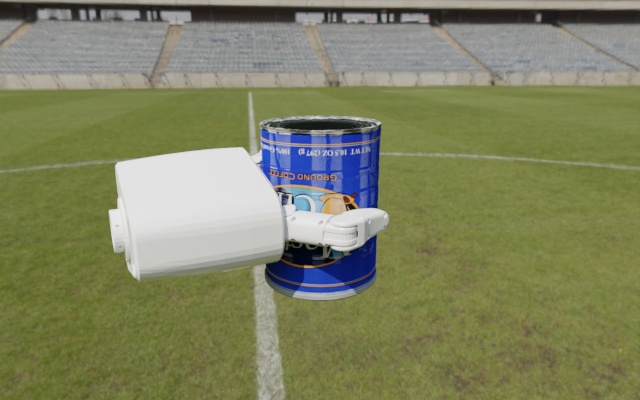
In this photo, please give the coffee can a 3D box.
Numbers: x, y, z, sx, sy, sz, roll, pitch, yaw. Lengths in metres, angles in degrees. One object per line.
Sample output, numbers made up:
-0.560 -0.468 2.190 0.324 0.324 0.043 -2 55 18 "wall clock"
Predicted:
0.000 0.002 0.420 0.103 0.140 0.102 0 16 0 "coffee can"
